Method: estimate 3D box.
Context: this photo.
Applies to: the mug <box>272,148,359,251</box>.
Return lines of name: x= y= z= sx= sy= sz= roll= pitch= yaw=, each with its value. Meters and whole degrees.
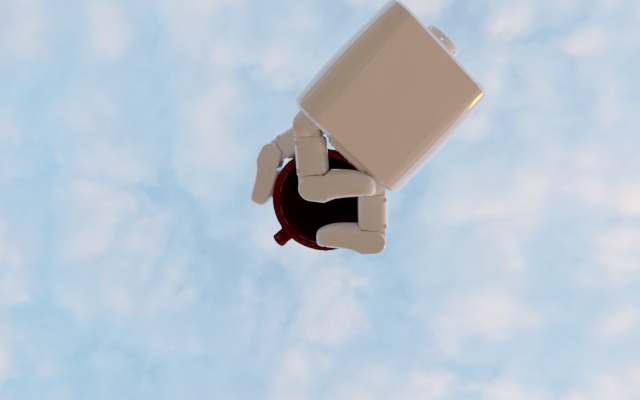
mug: x=-0.001 y=0.003 z=0.468 sx=0.117 sy=0.093 sz=0.081 roll=-45 pitch=1 yaw=13
